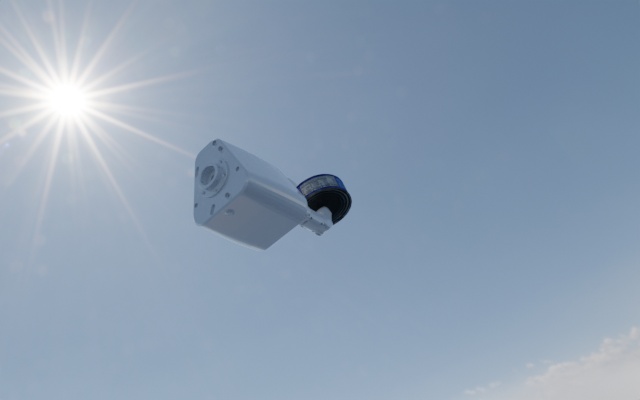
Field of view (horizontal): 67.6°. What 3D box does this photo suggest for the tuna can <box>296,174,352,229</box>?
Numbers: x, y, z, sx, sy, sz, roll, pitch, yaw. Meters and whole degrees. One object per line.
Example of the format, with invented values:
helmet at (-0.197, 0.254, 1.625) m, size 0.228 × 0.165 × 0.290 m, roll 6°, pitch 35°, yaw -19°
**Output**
tuna can at (0.000, 0.002, 0.696) m, size 0.086 × 0.033 × 0.086 m, roll -15°, pitch -40°, yaw -13°
